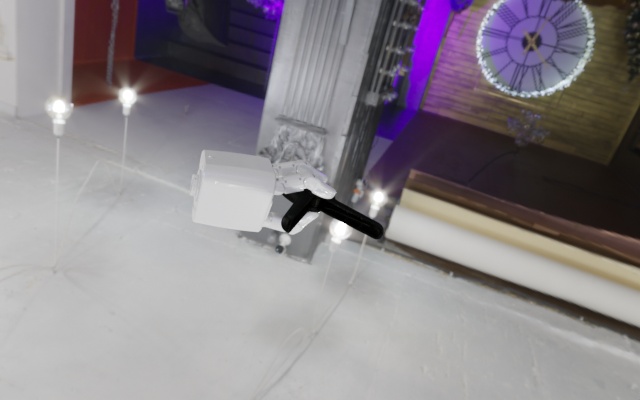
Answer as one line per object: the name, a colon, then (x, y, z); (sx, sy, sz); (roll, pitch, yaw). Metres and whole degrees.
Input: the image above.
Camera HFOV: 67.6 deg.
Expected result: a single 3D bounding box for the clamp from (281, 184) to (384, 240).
clamp: (0.000, 0.003, 0.769); (0.164, 0.036, 0.210); (10, 23, -20)
